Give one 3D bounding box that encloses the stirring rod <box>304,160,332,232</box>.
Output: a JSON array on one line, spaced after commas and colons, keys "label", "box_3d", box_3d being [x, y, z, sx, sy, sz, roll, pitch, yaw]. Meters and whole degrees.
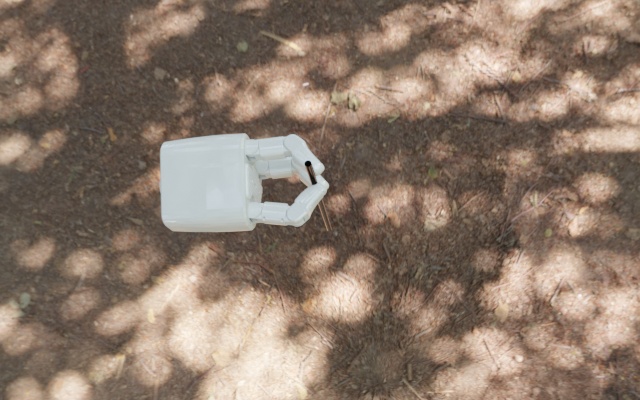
[{"label": "stirring rod", "box_3d": [0.000, 0.002, 0.639, 0.011, 0.011, 0.240, 0, -21, 7]}]
